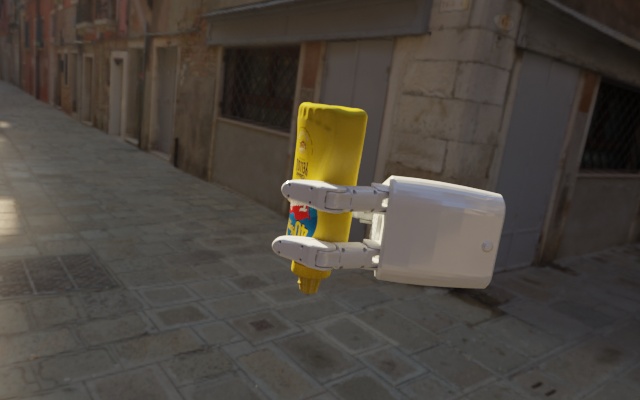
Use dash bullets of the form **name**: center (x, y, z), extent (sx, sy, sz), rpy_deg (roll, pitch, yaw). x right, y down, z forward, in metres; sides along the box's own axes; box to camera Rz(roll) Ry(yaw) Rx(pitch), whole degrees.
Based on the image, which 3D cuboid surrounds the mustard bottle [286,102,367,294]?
- **mustard bottle**: center (0.000, 0.001, 0.479), extent (0.058, 0.192, 0.096), rpy_deg (2, 13, -24)
